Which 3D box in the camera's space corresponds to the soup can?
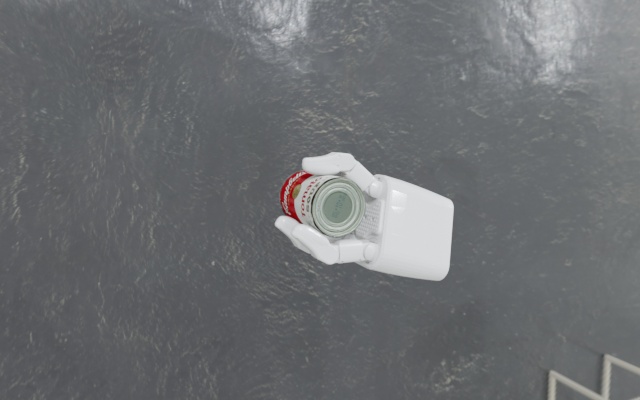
[{"bbox_3d":[0.000,0.002,0.560,0.068,0.068,0.102,0,7,-24],"label":"soup can"}]
